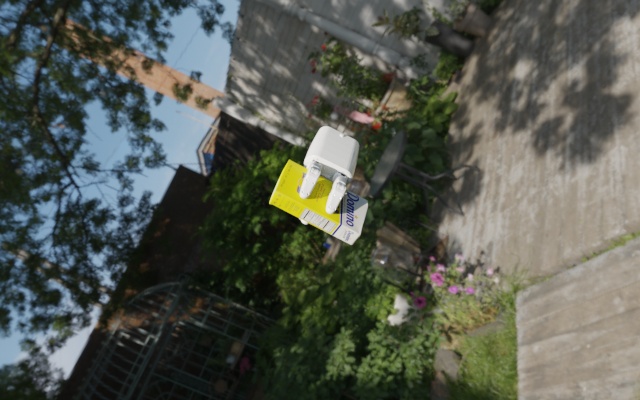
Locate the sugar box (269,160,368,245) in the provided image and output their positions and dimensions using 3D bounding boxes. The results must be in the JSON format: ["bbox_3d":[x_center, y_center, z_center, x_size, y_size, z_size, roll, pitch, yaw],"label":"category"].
[{"bbox_3d":[0.000,0.002,0.895,0.176,0.093,0.048,25,-44,-7],"label":"sugar box"}]
